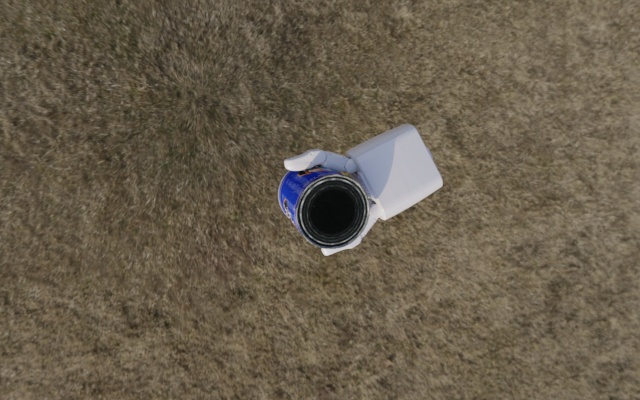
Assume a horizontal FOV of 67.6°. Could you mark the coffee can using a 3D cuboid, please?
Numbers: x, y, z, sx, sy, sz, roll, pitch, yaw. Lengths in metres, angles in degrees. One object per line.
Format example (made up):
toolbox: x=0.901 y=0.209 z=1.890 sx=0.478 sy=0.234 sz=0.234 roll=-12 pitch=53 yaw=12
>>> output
coffee can: x=0.000 y=0.002 z=0.697 sx=0.103 sy=0.103 sz=0.140 roll=0 pitch=11 yaw=-15
